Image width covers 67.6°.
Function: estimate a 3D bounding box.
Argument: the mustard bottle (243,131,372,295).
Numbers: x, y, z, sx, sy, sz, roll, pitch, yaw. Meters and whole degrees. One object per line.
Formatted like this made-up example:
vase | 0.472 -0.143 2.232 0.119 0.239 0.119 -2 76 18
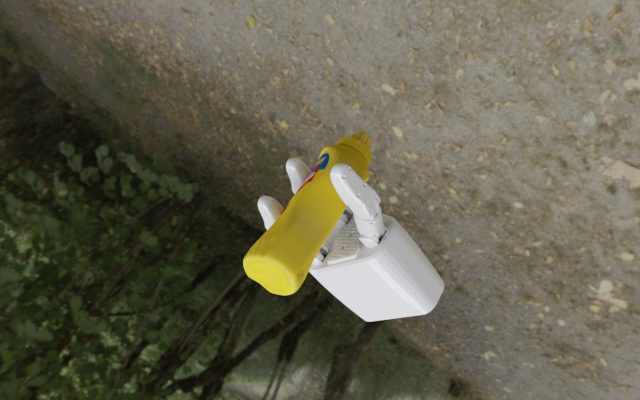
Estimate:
mustard bottle | 0.000 0.002 0.483 0.058 0.191 0.096 36 -25 -2
